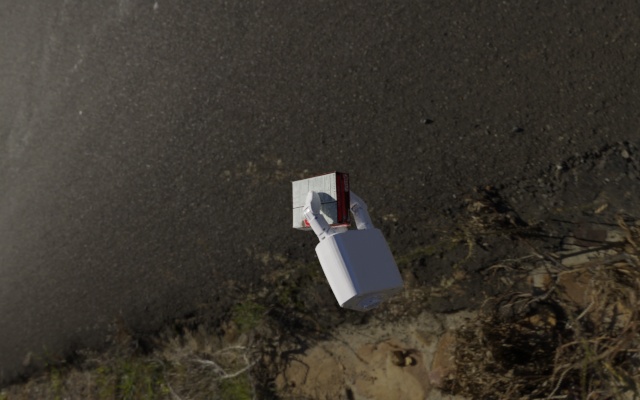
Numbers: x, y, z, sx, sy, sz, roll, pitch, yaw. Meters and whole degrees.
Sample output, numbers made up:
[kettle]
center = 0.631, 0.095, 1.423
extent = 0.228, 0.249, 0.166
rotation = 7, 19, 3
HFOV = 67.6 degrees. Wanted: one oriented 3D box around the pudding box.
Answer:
[pudding box]
center = 0.000, 0.003, 0.826
extent = 0.113, 0.090, 0.039
rotation = -9, -12, 42
